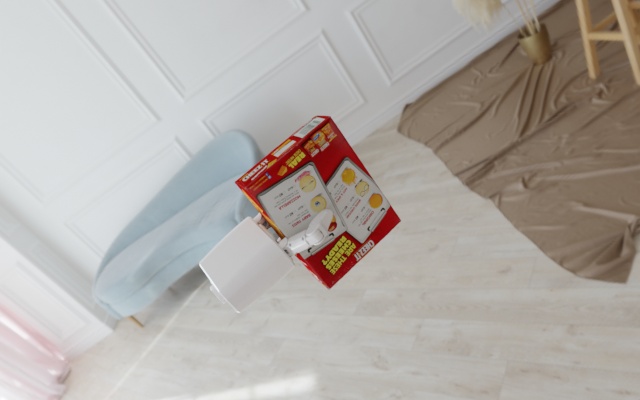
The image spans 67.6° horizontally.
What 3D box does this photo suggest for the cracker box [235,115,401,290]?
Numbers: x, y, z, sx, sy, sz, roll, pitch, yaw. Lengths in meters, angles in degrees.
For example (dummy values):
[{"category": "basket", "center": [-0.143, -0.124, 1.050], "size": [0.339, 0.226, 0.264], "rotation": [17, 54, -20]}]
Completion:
[{"category": "cracker box", "center": [0.000, 0.002, 0.736], "size": [0.164, 0.214, 0.072], "rotation": [-42, 25, -11]}]
